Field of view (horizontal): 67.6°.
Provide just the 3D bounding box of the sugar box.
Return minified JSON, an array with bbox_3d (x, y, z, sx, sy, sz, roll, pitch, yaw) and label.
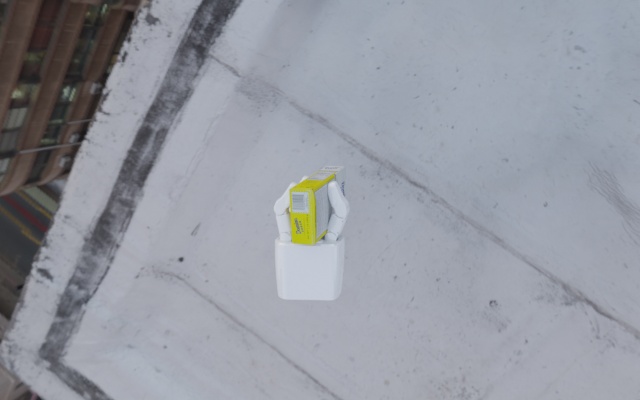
[{"bbox_3d":[0.000,0.003,0.819,0.048,0.093,0.176,4,16,17],"label":"sugar box"}]
